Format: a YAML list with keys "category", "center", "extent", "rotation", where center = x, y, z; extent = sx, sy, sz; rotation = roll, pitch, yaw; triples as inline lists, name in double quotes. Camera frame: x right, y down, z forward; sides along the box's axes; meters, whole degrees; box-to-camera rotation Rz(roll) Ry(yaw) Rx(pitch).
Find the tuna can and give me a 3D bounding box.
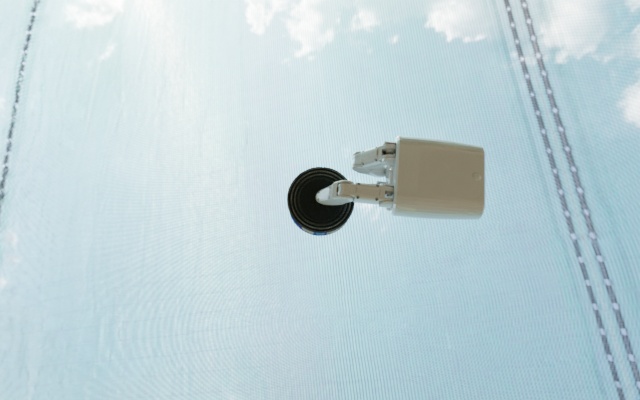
- category: "tuna can"
  center: [0.000, 0.002, 0.618]
  extent: [0.086, 0.086, 0.034]
  rotation: [0, -13, -2]
